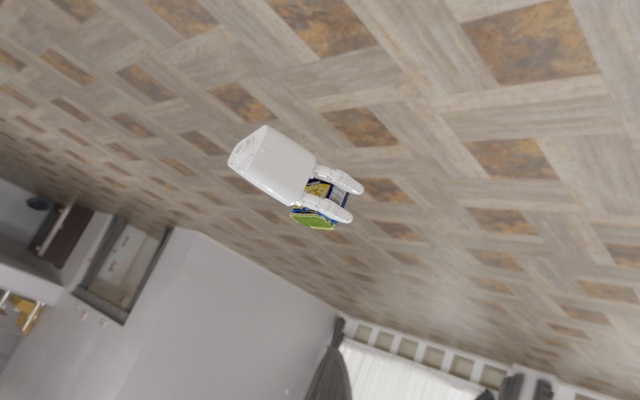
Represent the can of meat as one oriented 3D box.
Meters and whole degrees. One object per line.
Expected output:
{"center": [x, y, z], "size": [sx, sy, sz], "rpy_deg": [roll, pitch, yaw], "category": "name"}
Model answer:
{"center": [0.000, 0.003, 0.854], "size": [0.057, 0.084, 0.102], "rpy_deg": [35, -21, -32], "category": "can of meat"}
